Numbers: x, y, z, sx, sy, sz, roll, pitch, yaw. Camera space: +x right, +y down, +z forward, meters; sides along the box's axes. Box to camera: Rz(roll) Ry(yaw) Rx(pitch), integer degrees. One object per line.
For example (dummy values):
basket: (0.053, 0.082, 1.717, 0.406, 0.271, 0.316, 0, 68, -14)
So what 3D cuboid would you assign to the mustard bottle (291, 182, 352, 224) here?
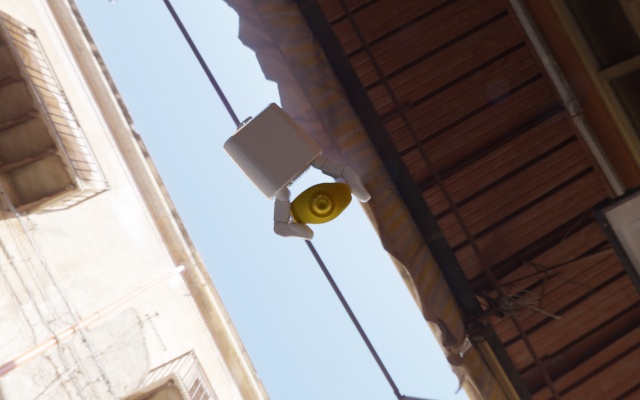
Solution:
mustard bottle: (0.000, 0.003, 0.733, 0.096, 0.058, 0.191, -19, 1, -1)
